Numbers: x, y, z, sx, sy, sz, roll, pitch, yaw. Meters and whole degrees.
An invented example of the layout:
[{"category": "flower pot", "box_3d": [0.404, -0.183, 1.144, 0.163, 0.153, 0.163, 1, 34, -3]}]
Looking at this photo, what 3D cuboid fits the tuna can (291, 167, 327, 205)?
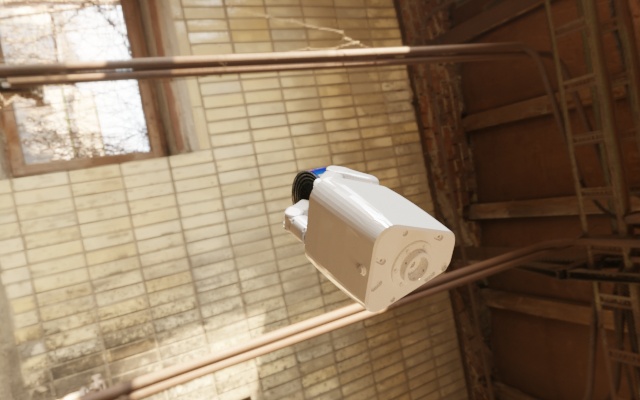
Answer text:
[{"category": "tuna can", "box_3d": [0.001, 0.002, 0.599, 0.034, 0.086, 0.086, -15, 8, -32]}]
